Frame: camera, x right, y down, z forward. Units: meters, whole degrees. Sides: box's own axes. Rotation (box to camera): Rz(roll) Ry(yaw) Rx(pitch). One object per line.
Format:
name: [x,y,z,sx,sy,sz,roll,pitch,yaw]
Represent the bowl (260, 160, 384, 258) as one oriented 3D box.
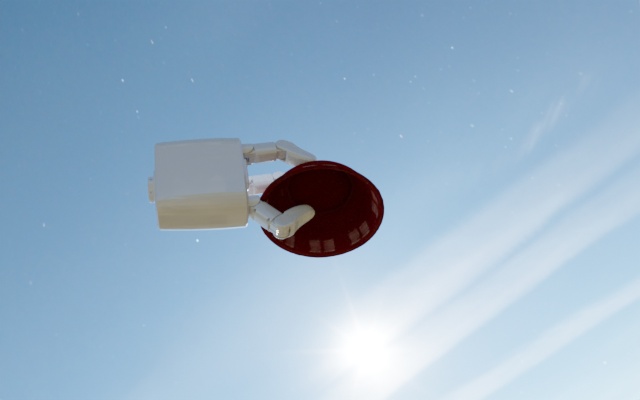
bowl: [0.001,0.002,0.625,0.162,0.162,0.055,0,42,-2]
